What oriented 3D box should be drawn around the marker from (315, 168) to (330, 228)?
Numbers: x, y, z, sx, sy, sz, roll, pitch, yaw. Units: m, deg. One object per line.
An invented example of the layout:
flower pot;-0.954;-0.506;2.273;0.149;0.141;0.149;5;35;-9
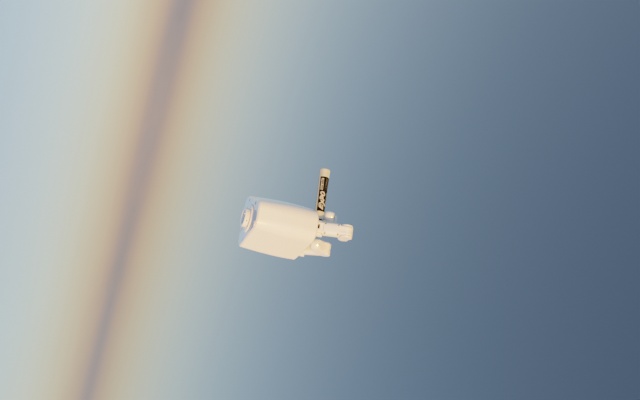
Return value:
marker;0.000;0.003;0.841;0.020;0.121;0.020;7;-16;2
